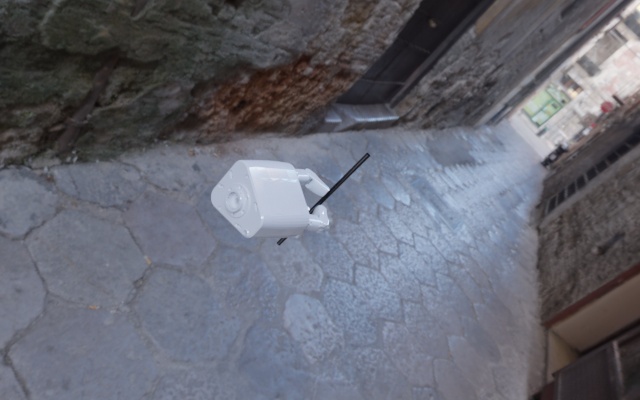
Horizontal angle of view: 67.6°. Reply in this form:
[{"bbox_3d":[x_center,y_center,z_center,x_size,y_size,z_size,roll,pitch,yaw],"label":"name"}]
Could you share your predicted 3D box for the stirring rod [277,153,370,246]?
[{"bbox_3d":[0.000,0.003,0.815,0.240,0.011,0.011,-45,-24,26],"label":"stirring rod"}]
